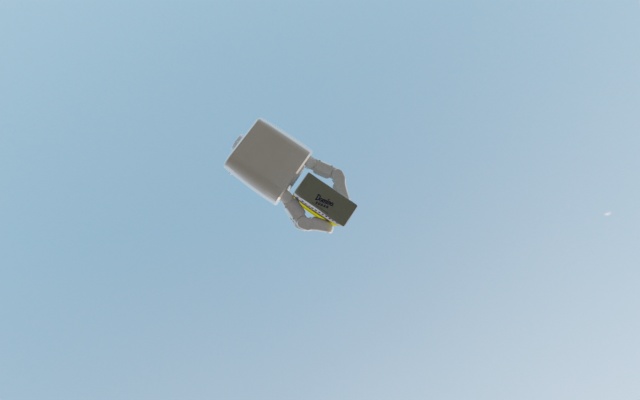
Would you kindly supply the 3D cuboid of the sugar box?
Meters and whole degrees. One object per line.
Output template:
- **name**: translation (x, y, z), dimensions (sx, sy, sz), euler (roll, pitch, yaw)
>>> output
- **sugar box**: translation (0.000, 0.003, 0.794), dimensions (0.093, 0.048, 0.176), euler (34, -3, -2)
